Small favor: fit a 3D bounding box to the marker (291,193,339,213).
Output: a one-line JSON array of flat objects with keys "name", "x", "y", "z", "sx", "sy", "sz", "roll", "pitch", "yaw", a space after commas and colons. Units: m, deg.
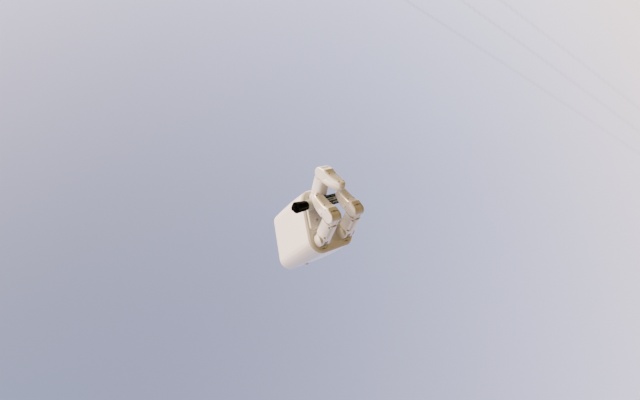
[{"name": "marker", "x": 0.000, "y": 0.003, "z": 0.796, "sx": 0.121, "sy": 0.020, "sz": 0.020, "roll": -13, "pitch": 9, "yaw": -41}]
